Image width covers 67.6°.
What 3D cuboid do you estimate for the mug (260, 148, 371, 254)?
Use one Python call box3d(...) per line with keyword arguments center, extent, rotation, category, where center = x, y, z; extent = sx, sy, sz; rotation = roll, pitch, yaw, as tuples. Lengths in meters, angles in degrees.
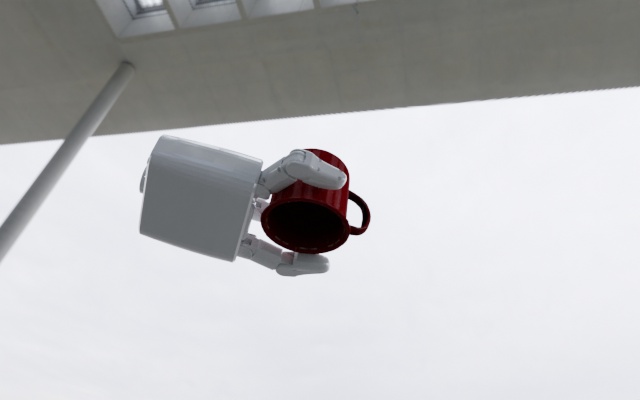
box3d(center=(0.002, 0.002, 0.516), extent=(0.117, 0.081, 0.093), rotation=(16, -41, -9), category="mug")
